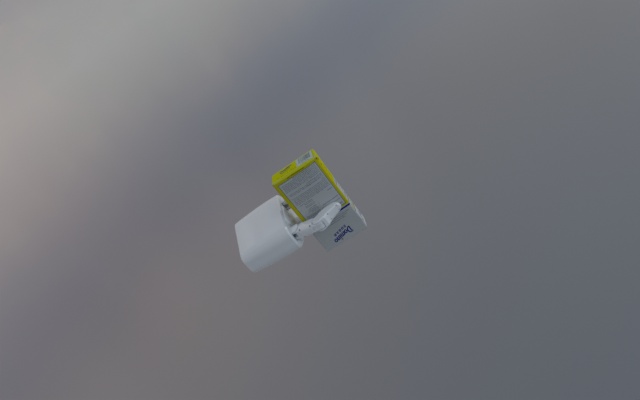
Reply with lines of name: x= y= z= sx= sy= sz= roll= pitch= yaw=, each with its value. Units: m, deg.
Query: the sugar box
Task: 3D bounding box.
sugar box: x=0.000 y=0.003 z=0.870 sx=0.093 sy=0.176 sz=0.048 roll=-32 pitch=29 yaw=10
